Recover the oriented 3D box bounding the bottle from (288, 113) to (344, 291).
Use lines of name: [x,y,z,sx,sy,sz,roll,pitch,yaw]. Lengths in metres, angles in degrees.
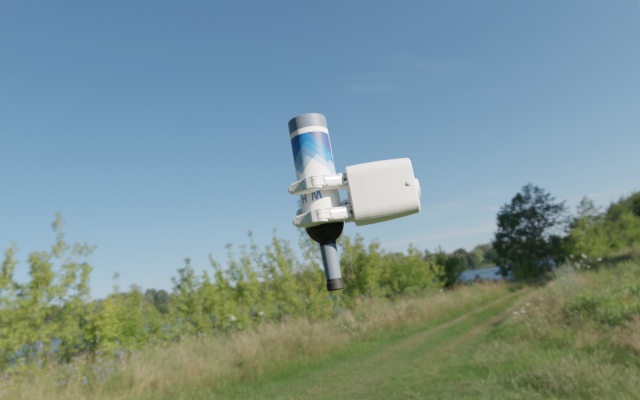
bottle: [0.000,0.002,0.800,0.069,0.295,0.069,-9,-13,-2]
